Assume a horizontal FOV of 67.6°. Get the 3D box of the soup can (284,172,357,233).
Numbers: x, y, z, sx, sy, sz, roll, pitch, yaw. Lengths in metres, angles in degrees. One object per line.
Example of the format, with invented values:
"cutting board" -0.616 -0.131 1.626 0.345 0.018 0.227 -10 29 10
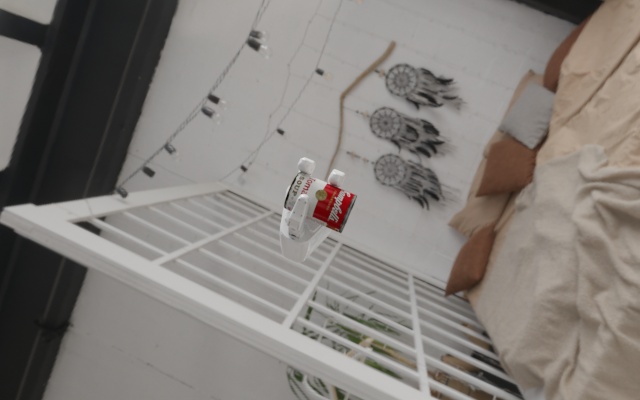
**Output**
"soup can" 0.000 0.002 0.777 0.102 0.068 0.068 23 3 6
